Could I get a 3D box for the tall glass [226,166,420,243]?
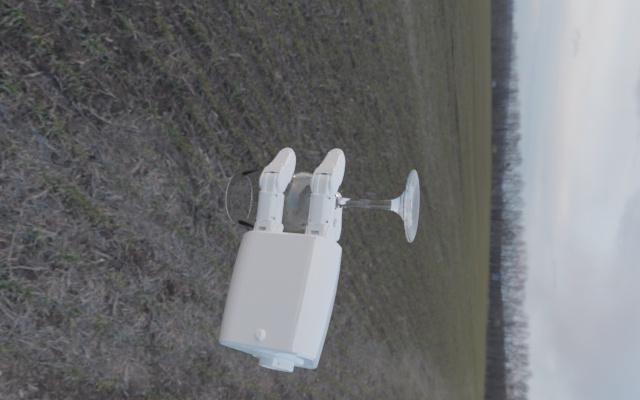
[{"bbox_3d":[0.001,0.002,0.515,0.201,0.079,0.079,3,1,21],"label":"tall glass"}]
